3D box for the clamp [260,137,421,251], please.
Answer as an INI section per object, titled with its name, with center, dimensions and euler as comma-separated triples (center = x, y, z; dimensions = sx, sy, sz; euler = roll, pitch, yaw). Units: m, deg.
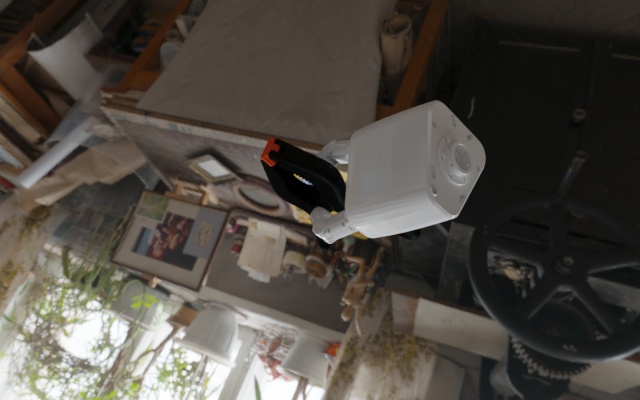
[clamp]
center = 0.000, 0.002, 0.593
dimensions = 0.210, 0.036, 0.164
euler = 37, -35, -27
